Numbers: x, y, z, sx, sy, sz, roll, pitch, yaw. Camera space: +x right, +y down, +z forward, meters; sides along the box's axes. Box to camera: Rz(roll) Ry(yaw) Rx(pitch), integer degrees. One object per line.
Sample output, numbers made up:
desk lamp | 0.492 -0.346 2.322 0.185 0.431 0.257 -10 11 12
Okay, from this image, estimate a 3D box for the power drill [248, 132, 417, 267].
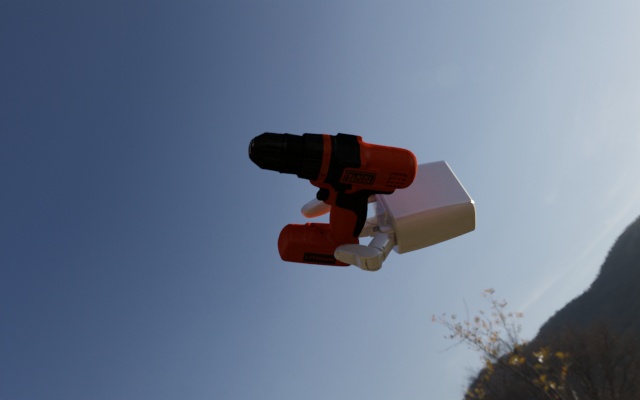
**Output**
power drill | 0.000 0.002 0.562 0.184 0.057 0.188 7 -42 -10
